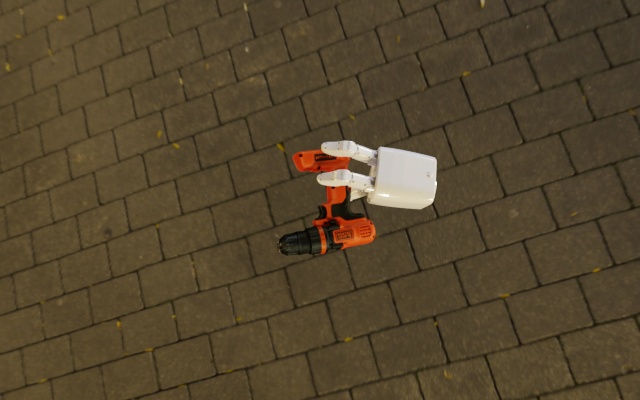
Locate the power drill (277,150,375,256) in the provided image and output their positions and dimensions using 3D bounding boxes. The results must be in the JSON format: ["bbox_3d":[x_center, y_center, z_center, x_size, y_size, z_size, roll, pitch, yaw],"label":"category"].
[{"bbox_3d":[0.000,0.002,0.877,0.184,0.187,0.057,-8,-2,-18],"label":"power drill"}]
